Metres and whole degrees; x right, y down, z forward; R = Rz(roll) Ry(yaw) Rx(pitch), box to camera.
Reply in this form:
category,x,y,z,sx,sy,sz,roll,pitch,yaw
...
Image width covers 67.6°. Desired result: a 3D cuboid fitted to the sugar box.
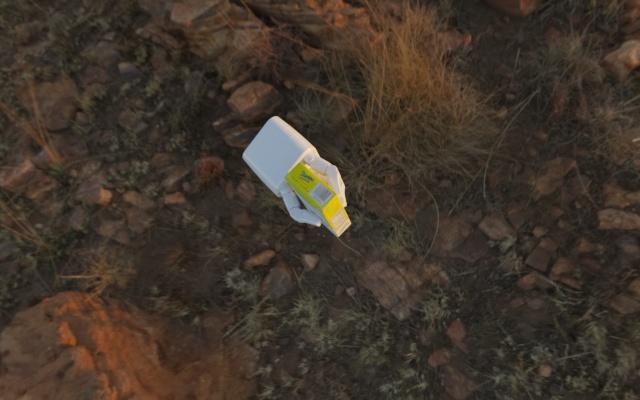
category,x,y,z,sx,sy,sz,roll,pitch,yaw
sugar box,0.000,0.002,0.868,0.093,0.048,0.176,42,-3,20
